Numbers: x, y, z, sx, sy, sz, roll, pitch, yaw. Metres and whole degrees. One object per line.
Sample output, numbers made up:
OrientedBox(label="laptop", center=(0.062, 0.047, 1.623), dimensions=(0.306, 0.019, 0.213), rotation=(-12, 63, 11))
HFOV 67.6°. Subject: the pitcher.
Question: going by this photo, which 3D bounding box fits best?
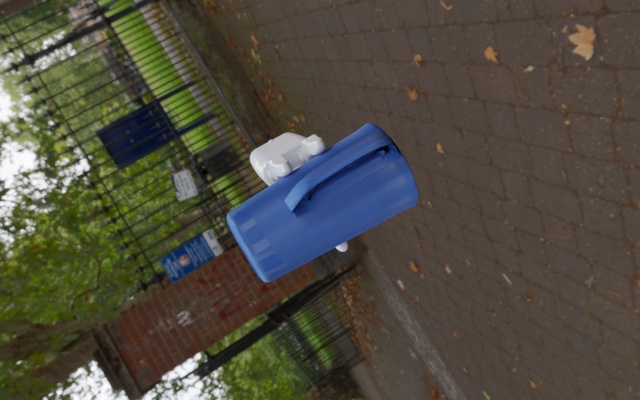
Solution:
OrientedBox(label="pitcher", center=(0.000, 0.002, 0.644), dimensions=(0.243, 0.149, 0.145), rotation=(-30, 27, -10))
